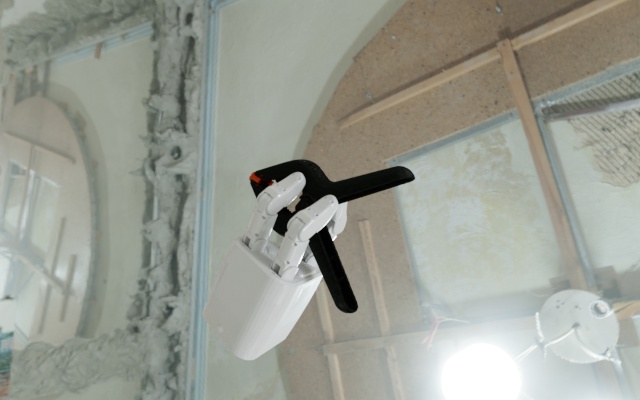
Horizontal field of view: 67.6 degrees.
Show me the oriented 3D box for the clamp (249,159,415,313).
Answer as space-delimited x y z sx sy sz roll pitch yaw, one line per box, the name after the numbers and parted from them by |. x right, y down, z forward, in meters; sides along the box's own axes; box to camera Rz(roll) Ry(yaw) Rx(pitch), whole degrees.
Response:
0.000 0.002 0.545 0.210 0.164 0.036 36 12 34 | clamp
